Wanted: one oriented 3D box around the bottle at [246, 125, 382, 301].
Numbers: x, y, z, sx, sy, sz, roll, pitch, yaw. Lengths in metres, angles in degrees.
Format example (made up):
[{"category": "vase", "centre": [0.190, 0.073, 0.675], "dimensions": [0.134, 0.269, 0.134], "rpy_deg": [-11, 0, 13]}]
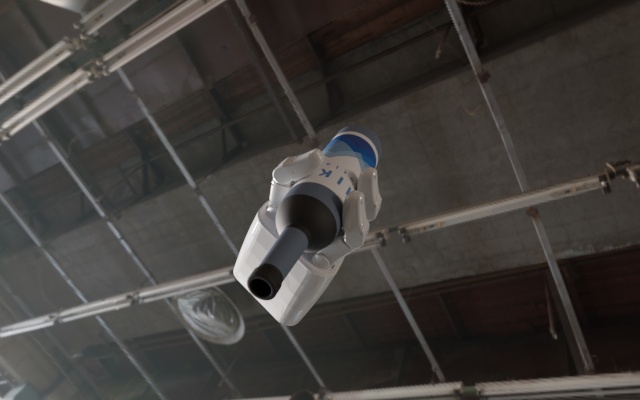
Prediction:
[{"category": "bottle", "centre": [0.000, 0.001, 0.511], "dimensions": [0.069, 0.069, 0.295], "rpy_deg": [0, 29, 22]}]
